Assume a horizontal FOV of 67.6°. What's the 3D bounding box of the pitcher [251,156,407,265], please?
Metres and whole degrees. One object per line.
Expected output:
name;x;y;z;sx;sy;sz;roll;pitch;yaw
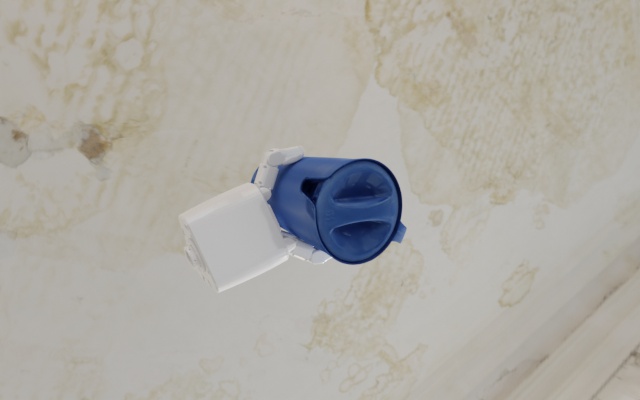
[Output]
pitcher;0.000;0.002;0.688;0.145;0.149;0.243;-26;21;-25
